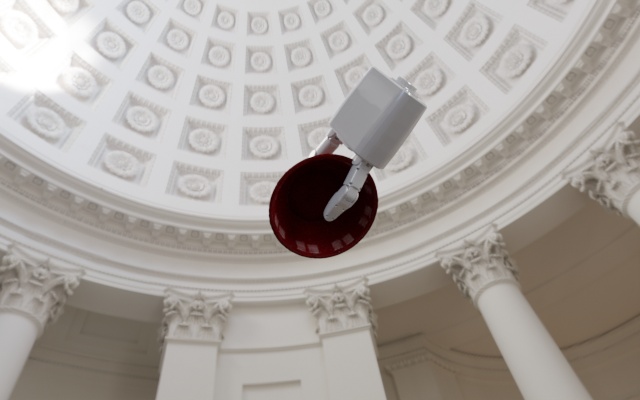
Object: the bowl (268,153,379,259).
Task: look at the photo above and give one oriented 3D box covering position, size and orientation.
[{"bbox_3d":[-0.001,0.003,0.702,0.162,0.162,0.055,0,21,-16],"label":"bowl"}]
